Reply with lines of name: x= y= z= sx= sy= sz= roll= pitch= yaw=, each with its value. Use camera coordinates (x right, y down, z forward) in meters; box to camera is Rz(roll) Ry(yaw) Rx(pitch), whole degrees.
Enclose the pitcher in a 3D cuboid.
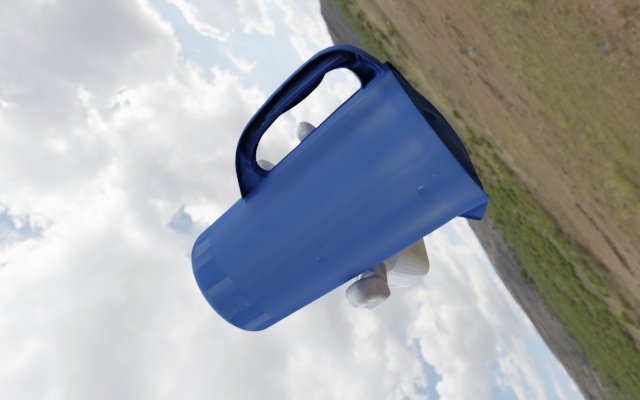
pitcher: x=0.000 y=0.001 z=0.406 sx=0.243 sy=0.149 sz=0.145 roll=-37 pitch=-26 yaw=19
